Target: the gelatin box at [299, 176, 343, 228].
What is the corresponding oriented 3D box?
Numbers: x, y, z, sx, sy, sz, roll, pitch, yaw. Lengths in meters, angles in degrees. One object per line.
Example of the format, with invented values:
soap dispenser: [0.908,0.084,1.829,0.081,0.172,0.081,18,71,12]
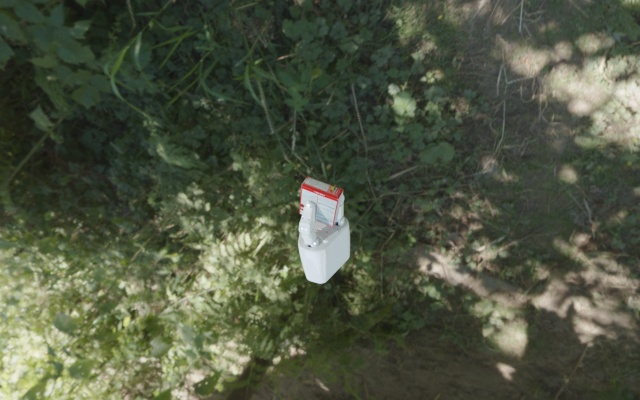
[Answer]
gelatin box: [0.000,0.003,0.897,0.073,0.030,0.089,21,-38,11]
